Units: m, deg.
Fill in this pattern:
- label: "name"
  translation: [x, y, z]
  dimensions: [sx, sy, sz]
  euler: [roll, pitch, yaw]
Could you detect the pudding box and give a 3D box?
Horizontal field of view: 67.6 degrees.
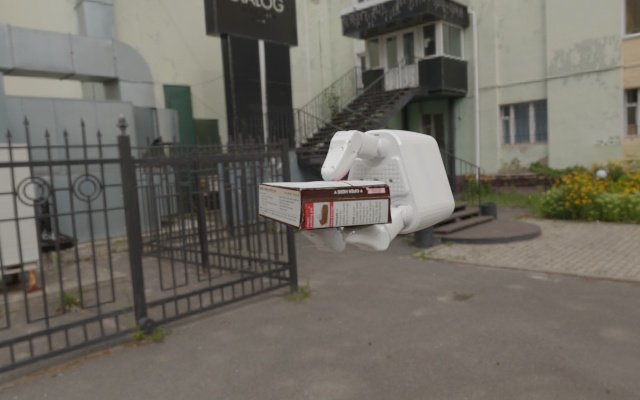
- label: "pudding box"
  translation: [0.000, 0.001, 0.450]
  dimensions: [0.090, 0.039, 0.113]
  euler: [-4, 4, -24]
